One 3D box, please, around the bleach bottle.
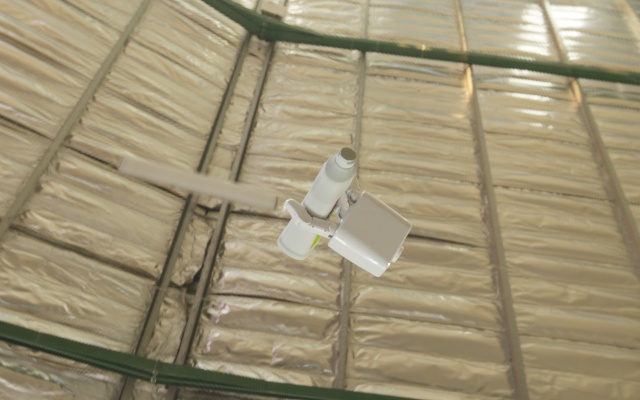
[{"bbox_3d":[0.000,0.003,0.846,0.068,0.102,0.251,34,-41,4],"label":"bleach bottle"}]
